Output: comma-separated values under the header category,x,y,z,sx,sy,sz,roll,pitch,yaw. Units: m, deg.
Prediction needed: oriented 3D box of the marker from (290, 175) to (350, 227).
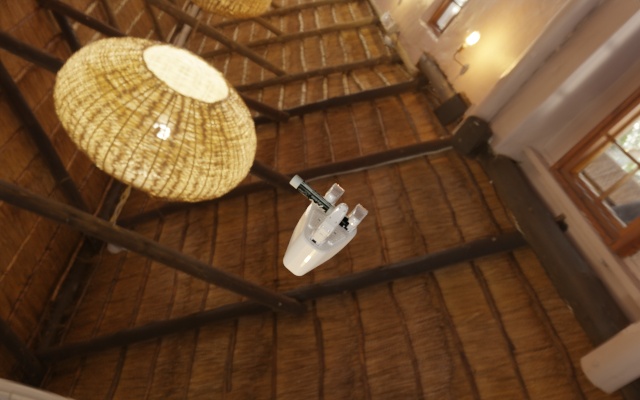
category,x,y,z,sx,sy,sz,roll,pitch,yaw
marker,0.000,0.003,0.798,0.121,0.020,0.020,40,2,3
